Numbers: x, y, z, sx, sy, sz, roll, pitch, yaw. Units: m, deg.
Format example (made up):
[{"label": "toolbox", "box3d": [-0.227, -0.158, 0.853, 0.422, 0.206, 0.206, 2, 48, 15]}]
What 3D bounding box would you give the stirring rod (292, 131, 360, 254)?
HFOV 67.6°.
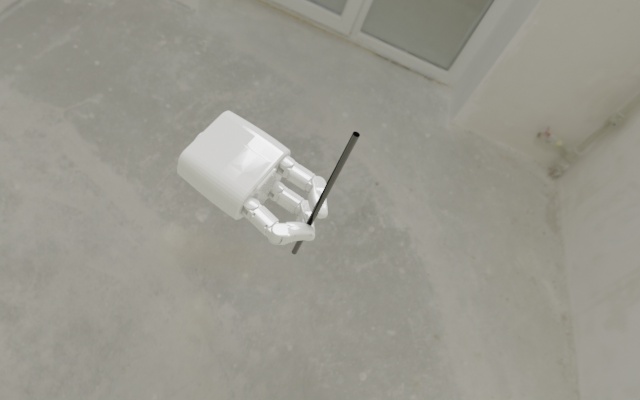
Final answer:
[{"label": "stirring rod", "box3d": [0.000, 0.002, 0.589, 0.011, 0.011, 0.240, 0, -36, -23]}]
